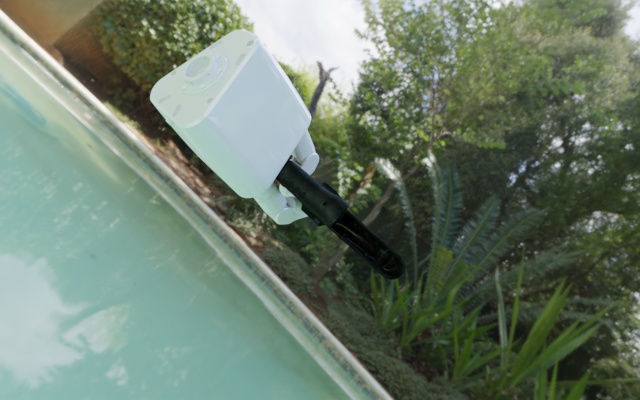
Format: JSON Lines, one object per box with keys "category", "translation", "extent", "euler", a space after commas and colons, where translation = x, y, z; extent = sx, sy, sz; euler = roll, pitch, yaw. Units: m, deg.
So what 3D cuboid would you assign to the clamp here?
{"category": "clamp", "translation": [0.000, 0.001, 0.447], "extent": [0.171, 0.039, 0.120], "euler": [38, -10, 39]}
